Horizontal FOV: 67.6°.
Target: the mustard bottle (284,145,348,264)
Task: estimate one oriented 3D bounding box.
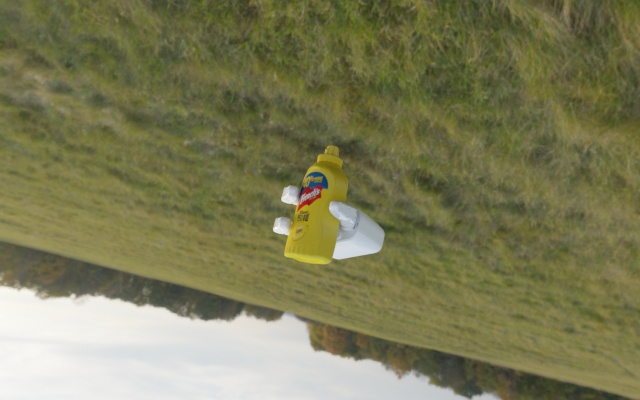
[{"bbox_3d":[0.000,0.003,0.763,0.058,0.191,0.096,22,-16,-30],"label":"mustard bottle"}]
